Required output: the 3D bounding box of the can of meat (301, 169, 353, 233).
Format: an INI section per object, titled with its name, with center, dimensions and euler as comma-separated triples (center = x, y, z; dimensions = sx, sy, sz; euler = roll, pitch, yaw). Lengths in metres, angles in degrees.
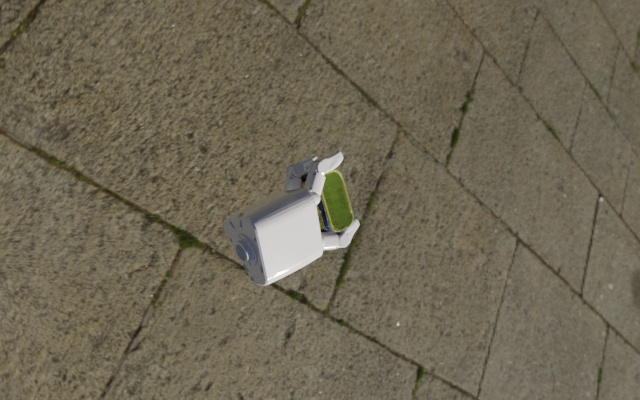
[can of meat]
center = 0.000, 0.003, 0.764
dimensions = 0.057, 0.102, 0.084
euler = -21, 8, -36
